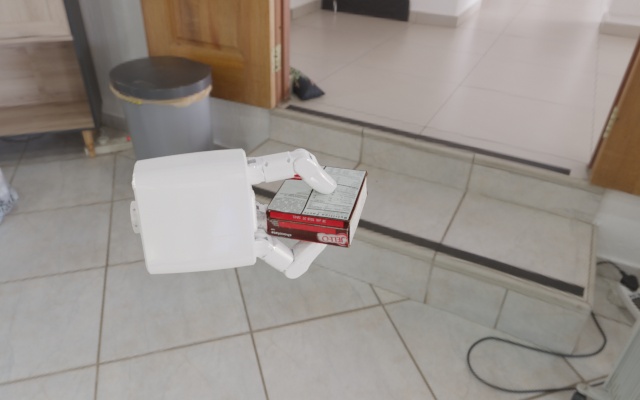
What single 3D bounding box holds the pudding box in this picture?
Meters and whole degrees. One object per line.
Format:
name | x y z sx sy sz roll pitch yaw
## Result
pudding box | 0.000 0.002 0.526 0.090 0.039 0.113 9 34 12
